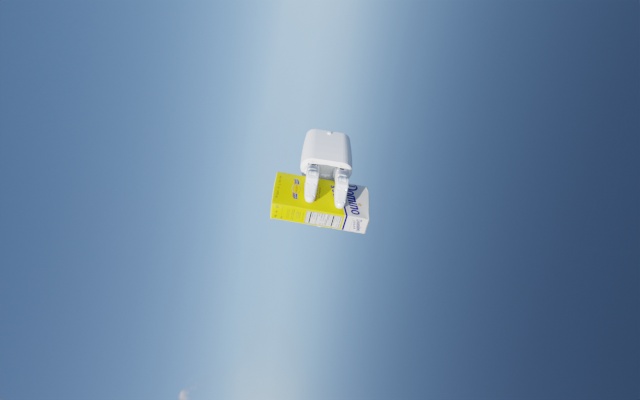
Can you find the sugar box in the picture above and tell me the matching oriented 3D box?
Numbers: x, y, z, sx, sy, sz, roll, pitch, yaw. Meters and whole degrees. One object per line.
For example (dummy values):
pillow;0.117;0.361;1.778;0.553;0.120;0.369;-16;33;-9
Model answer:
sugar box;0.000;0.002;0.875;0.176;0.048;0.093;7;43;-4
